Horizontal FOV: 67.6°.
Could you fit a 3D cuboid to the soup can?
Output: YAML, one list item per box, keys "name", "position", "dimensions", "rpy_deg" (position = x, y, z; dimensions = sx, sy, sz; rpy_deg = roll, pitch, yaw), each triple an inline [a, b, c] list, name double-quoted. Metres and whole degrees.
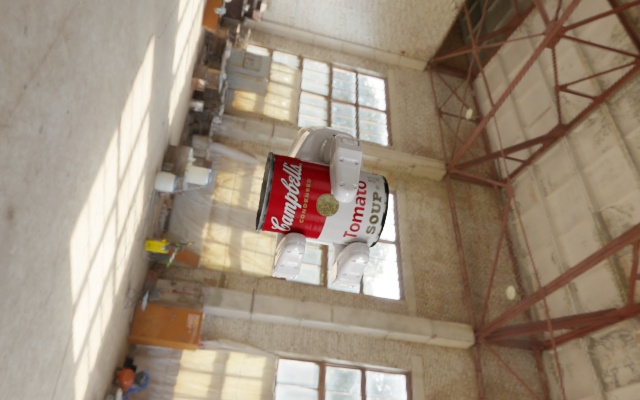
- name: "soup can"
  position: [0.000, 0.001, 0.412]
  dimensions: [0.102, 0.068, 0.068]
  rpy_deg: [10, -2, -11]
